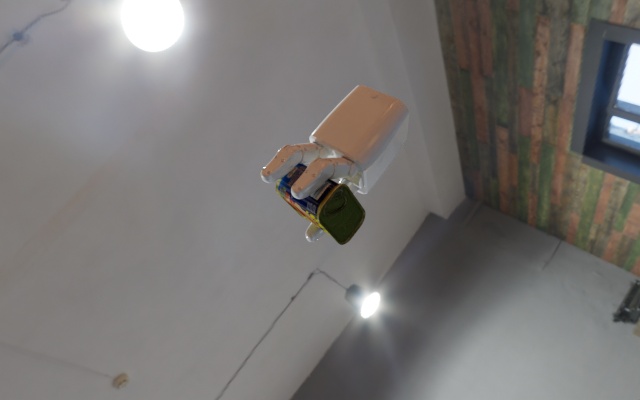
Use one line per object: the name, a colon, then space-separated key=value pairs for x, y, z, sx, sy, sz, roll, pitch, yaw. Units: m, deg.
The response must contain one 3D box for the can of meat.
can of meat: x=0.000 y=0.002 z=0.624 sx=0.084 sy=0.057 sz=0.102 roll=32 pitch=-10 yaw=34
